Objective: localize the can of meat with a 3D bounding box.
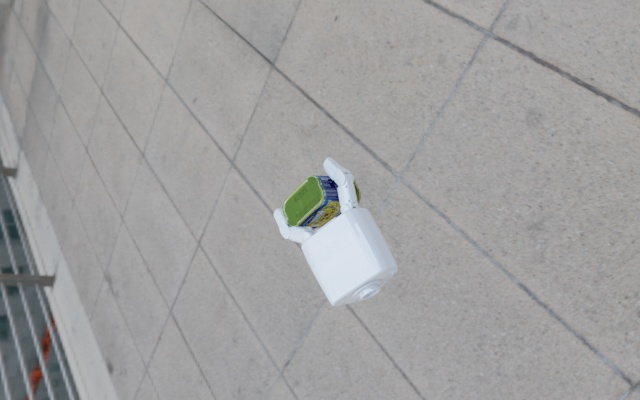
[{"bbox_3d":[0.000,0.002,0.772,0.084,0.057,0.102,0,-33,-45],"label":"can of meat"}]
